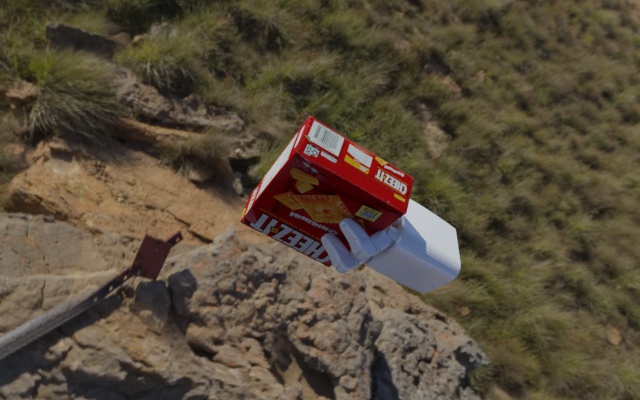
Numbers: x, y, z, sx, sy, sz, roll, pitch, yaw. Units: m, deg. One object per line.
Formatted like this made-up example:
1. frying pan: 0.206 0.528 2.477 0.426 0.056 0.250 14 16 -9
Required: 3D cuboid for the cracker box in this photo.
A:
1. cracker box: 0.000 0.002 0.675 0.164 0.072 0.214 29 -37 -13
